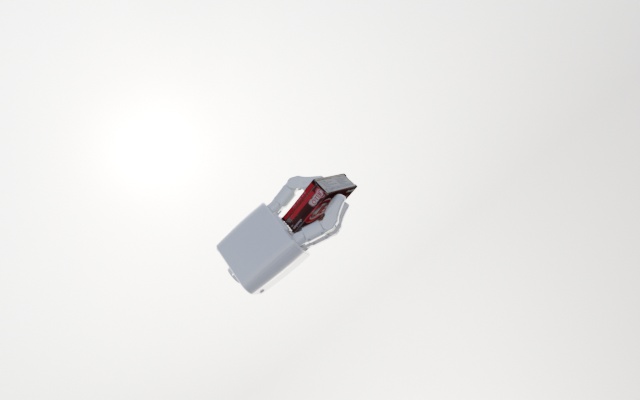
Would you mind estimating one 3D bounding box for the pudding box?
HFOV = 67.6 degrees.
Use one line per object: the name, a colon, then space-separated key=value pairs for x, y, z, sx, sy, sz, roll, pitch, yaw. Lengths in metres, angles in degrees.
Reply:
pudding box: x=0.000 y=0.002 z=0.769 sx=0.090 sy=0.039 sz=0.113 roll=-49 pitch=-13 yaw=26
